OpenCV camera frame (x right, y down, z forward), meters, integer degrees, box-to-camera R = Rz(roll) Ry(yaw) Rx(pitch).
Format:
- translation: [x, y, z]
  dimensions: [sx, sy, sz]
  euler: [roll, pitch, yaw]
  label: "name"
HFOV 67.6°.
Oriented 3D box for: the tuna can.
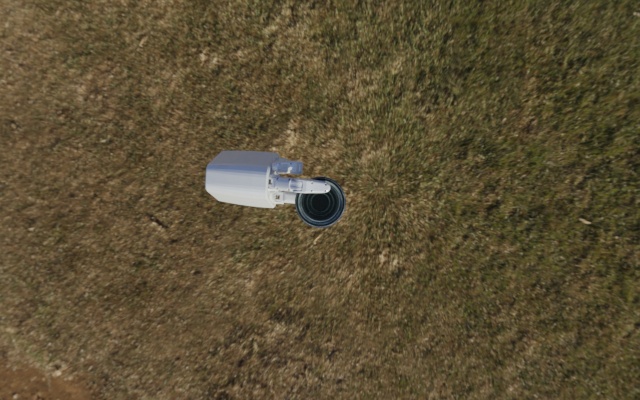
- translation: [0.000, 0.003, 0.799]
  dimensions: [0.086, 0.086, 0.034]
  euler: [0, 2, 2]
  label: "tuna can"
